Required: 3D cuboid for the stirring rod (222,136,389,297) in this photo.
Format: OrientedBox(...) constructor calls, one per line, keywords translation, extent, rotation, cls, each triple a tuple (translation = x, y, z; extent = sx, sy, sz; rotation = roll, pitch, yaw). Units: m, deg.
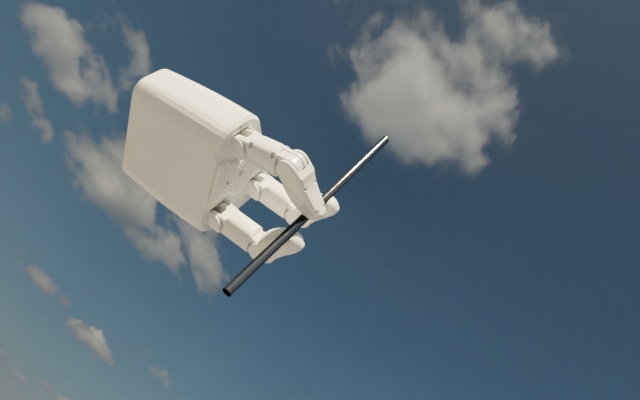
OrientedBox(translation=(0.000, 0.001, 0.416), extent=(0.011, 0.011, 0.239), rotation=(0, 32, 41), cls="stirring rod")
